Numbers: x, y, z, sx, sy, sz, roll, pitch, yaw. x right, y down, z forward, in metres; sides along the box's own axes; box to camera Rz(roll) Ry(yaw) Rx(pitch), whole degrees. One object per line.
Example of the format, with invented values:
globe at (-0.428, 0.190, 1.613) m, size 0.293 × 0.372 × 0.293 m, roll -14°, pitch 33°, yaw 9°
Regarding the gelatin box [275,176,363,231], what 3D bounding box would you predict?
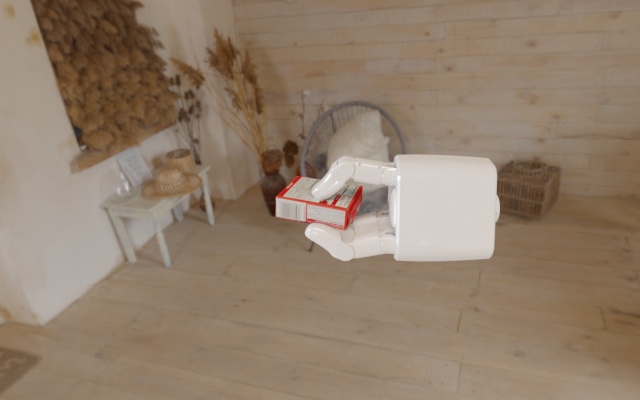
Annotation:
gelatin box at (0.000, 0.001, 0.571) m, size 0.089 × 0.030 × 0.073 m, roll 10°, pitch 25°, yaw 14°
